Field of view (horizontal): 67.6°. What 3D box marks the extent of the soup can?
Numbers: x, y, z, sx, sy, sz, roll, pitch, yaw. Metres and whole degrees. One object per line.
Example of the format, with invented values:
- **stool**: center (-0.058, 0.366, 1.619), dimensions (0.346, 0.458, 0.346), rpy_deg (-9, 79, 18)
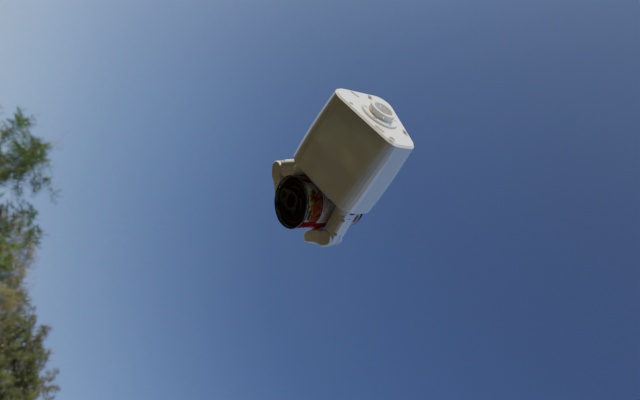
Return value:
- **soup can**: center (0.000, 0.003, 0.628), dimensions (0.102, 0.068, 0.068), rpy_deg (1, 0, -41)
